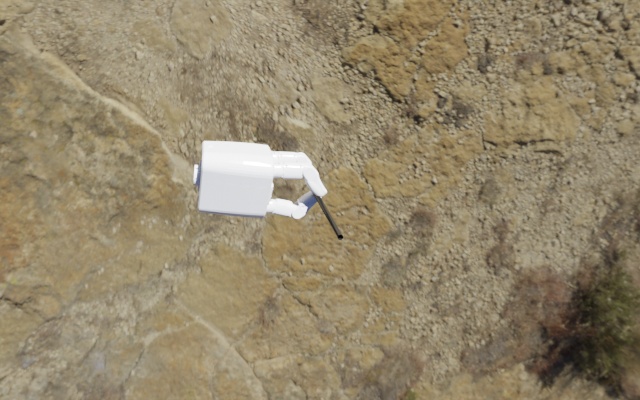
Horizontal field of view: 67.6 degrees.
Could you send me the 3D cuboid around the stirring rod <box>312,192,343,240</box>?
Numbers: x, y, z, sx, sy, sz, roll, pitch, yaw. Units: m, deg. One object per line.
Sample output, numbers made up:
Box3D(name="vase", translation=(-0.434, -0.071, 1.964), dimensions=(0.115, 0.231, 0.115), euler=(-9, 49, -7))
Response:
Box3D(name="stirring rod", translation=(0.000, 0.002, 0.739), dimensions=(0.011, 0.011, 0.239), euler=(0, 23, -14))
